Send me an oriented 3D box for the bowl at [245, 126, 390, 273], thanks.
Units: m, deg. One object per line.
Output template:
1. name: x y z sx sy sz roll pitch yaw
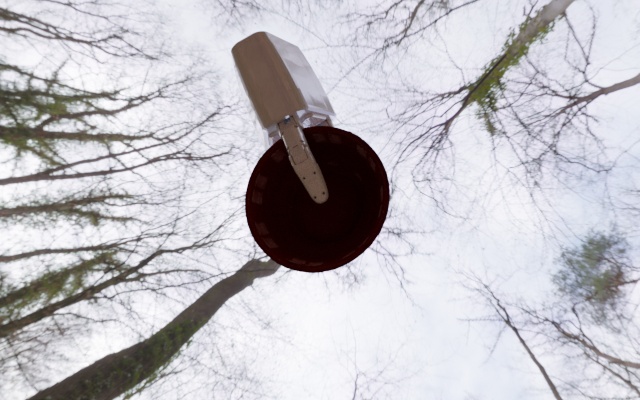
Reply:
1. bowl: 0.000 0.003 0.534 0.162 0.162 0.055 0 -13 16
